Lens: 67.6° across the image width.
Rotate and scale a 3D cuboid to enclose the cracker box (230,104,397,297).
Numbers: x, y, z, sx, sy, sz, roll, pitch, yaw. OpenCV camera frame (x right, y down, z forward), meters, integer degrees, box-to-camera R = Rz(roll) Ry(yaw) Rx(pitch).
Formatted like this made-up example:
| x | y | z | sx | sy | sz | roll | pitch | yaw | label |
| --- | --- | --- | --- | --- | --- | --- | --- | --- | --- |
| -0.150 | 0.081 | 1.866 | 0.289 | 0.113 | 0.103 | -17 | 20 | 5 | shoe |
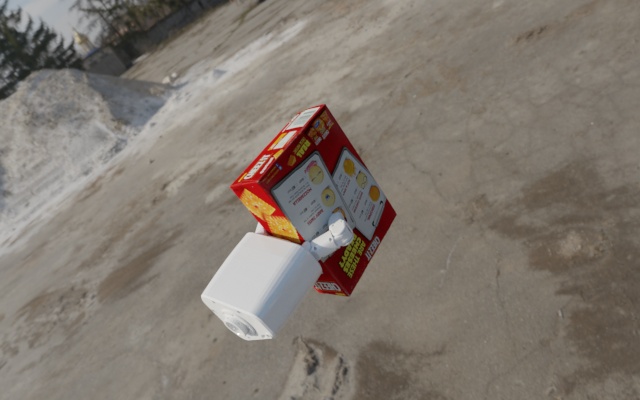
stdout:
| x | y | z | sx | sy | sz | roll | pitch | yaw | label |
| --- | --- | --- | --- | --- | --- | --- | --- | --- | --- |
| 0.000 | 0.002 | 0.667 | 0.072 | 0.214 | 0.164 | -5 | 40 | 46 | cracker box |
